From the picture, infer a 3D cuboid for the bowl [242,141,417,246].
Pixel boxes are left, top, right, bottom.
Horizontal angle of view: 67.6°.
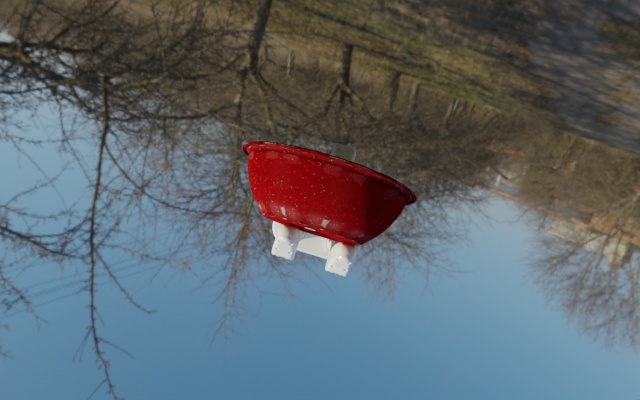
[{"bbox_3d":[0.000,0.002,0.425,0.162,0.055,0.162,17,-7,2],"label":"bowl"}]
